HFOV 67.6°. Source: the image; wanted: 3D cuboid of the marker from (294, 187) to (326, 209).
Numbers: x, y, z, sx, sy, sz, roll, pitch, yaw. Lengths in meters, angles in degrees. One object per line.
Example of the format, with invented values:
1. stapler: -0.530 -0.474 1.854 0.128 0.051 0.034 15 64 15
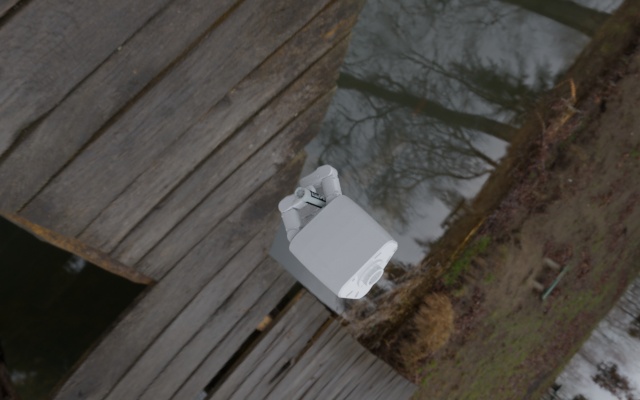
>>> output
1. marker: 0.000 0.002 0.701 0.020 0.020 0.121 0 -12 28
